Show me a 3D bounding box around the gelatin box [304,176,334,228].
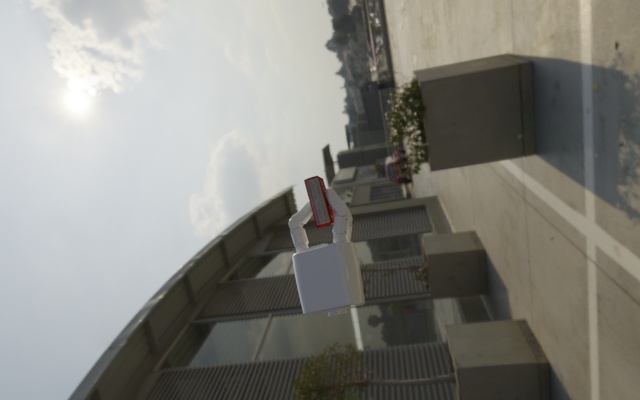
[{"bbox_3d":[0.000,0.003,0.853,0.030,0.089,0.073,-17,-3,7],"label":"gelatin box"}]
